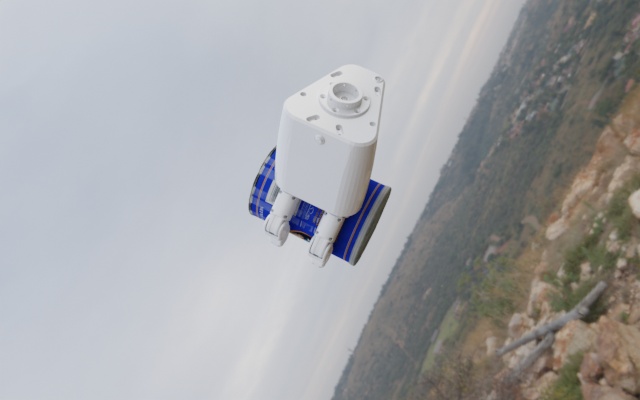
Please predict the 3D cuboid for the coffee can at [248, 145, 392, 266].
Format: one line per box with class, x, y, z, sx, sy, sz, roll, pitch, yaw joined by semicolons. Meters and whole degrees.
coffee can;0.000;0.002;0.573;0.140;0.103;0.103;25;5;11
